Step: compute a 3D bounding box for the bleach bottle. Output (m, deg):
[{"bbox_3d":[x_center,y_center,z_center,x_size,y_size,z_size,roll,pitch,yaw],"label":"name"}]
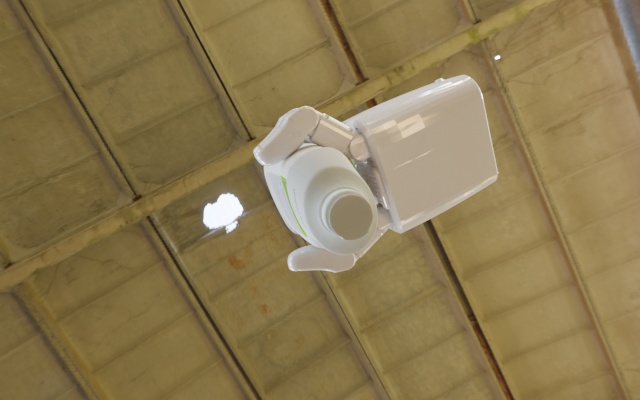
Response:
[{"bbox_3d":[0.000,0.001,0.415,0.068,0.102,0.251,-27,12,-6],"label":"bleach bottle"}]
